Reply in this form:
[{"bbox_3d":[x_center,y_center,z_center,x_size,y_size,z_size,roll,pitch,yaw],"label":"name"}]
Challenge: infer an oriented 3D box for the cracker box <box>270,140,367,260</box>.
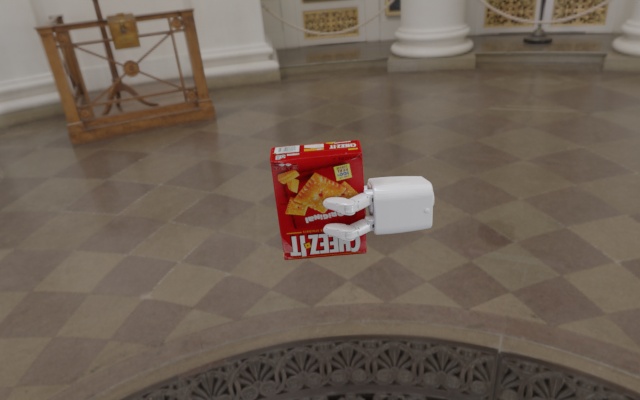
[{"bbox_3d":[0.000,0.003,0.892,0.164,0.214,0.072,-5,28,1],"label":"cracker box"}]
